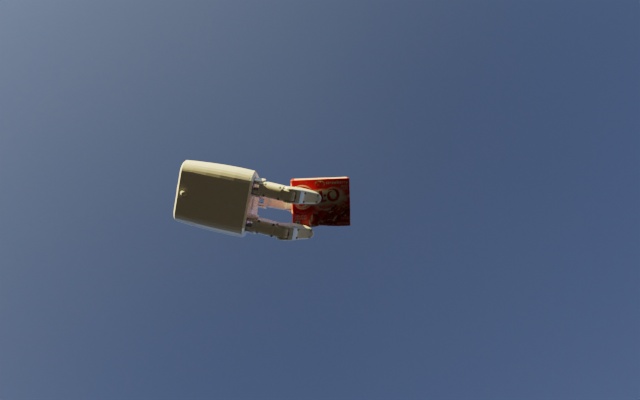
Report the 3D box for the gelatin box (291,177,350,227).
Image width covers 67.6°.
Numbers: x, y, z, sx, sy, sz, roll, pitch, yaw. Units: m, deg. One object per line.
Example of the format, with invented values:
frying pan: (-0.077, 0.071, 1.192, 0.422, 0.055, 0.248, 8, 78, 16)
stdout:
gelatin box: (0.000, 0.002, 0.725, 0.089, 0.073, 0.030, -2, 6, -2)
